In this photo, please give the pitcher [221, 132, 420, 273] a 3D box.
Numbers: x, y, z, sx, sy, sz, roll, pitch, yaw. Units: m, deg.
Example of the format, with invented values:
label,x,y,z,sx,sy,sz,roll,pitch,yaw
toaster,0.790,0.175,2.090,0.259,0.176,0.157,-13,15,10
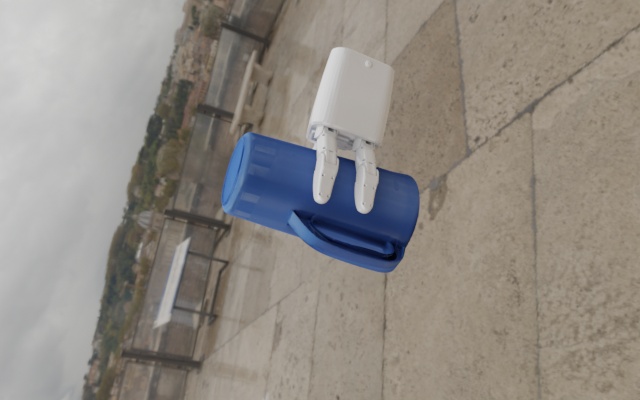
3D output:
label,x,y,z,sx,sy,sz,roll,pitch,yaw
pitcher,0.000,0.002,0.629,0.243,0.145,0.149,16,-9,-19
